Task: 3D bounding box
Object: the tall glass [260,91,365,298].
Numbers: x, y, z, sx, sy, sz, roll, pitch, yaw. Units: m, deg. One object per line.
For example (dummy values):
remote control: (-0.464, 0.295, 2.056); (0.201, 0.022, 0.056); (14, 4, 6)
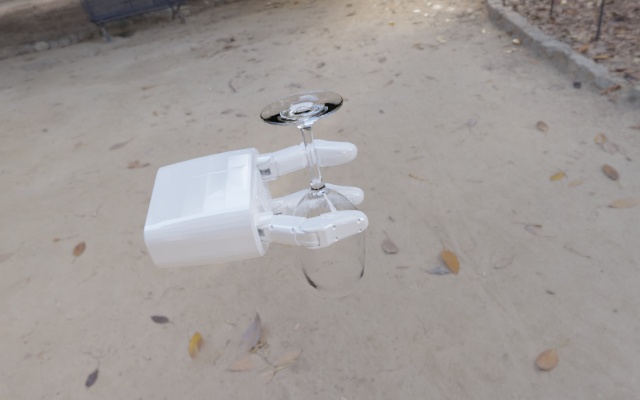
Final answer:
tall glass: (0.000, 0.001, 0.468); (0.079, 0.201, 0.079); (-9, 31, 5)
